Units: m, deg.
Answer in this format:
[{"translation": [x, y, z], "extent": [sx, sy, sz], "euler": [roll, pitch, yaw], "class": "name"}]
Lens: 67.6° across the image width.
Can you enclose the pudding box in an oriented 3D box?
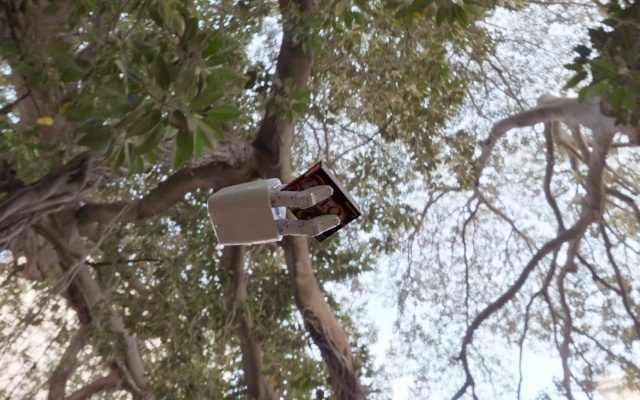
[{"translation": [0.000, 0.003, 0.799], "extent": [0.090, 0.113, 0.039], "euler": [-35, 23, 18], "class": "pudding box"}]
